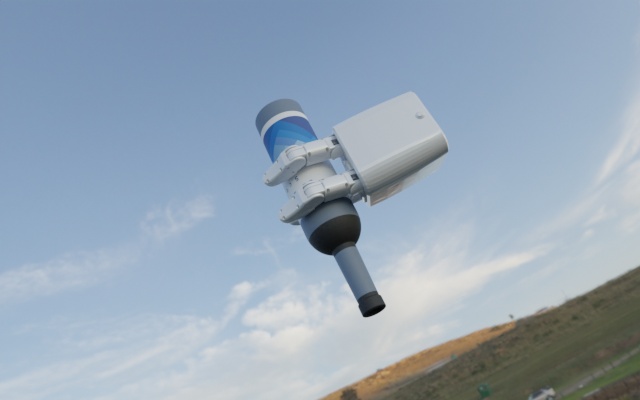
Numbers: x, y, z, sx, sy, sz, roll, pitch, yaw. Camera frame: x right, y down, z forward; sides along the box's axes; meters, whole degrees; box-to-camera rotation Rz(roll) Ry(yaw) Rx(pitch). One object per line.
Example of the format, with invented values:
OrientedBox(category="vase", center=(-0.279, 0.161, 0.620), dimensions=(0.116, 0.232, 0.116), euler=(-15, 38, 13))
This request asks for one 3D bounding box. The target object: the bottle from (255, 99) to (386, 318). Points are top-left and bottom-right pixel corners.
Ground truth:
OrientedBox(category="bottle", center=(0.000, 0.002, 0.572), dimensions=(0.069, 0.295, 0.069), euler=(-19, -30, -12))
